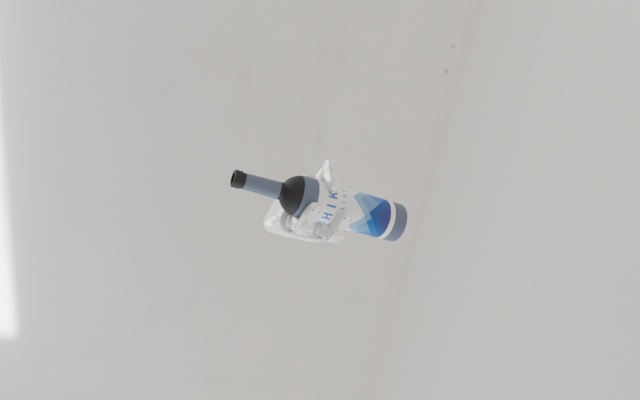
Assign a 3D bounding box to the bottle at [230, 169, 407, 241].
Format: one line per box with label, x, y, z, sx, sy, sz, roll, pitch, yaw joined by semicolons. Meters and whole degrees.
bottle;0.000;0.003;0.769;0.296;0.069;0.069;15;-6;-23
